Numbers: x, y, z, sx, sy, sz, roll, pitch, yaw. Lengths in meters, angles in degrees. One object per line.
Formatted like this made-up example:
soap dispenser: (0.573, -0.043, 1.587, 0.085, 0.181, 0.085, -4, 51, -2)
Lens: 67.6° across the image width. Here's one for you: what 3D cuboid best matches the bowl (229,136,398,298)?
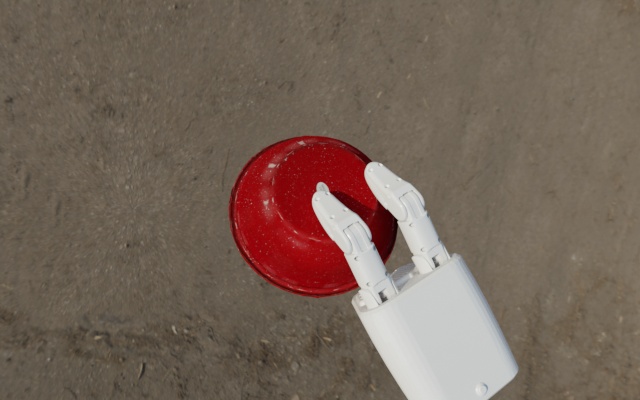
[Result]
bowl: (-0.001, 0.000, 0.427, 0.162, 0.162, 0.055, 0, -21, -11)
